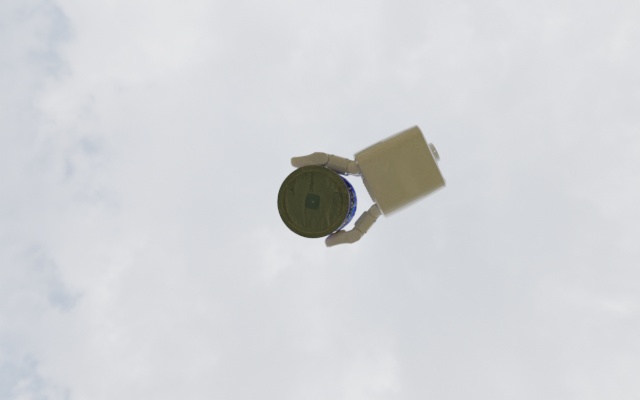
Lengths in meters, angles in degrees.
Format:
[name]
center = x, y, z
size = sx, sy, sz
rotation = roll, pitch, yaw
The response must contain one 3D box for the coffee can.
[coffee can]
center = 0.000, 0.003, 0.728
size = 0.103, 0.103, 0.140
rotation = 0, -1, 9
